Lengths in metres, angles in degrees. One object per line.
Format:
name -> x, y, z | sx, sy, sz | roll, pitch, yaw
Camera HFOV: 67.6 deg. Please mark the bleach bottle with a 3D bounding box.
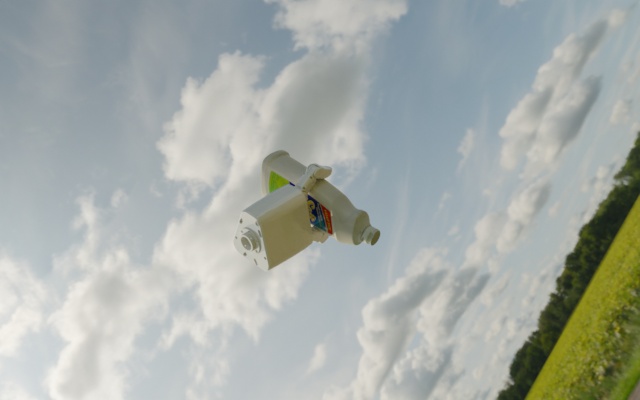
bleach bottle -> 0.000, 0.003, 0.864 | 0.250, 0.103, 0.068 | 30, 41, 30
